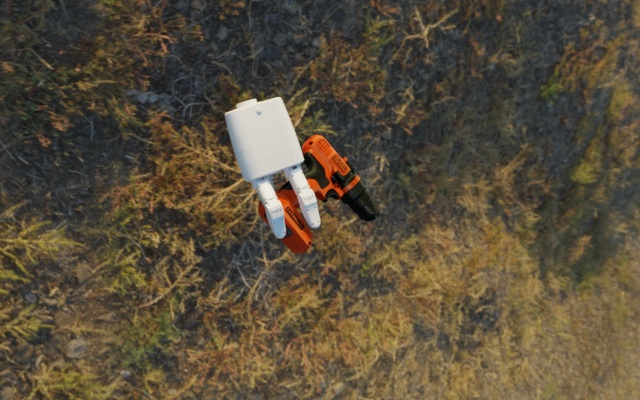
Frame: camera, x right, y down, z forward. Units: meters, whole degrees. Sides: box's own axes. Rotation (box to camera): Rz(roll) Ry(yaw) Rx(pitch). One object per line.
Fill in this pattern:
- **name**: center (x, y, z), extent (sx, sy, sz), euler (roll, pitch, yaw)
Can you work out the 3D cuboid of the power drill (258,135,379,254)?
- **power drill**: center (0.000, 0.003, 0.802), extent (0.187, 0.184, 0.057), euler (-46, 8, -38)
